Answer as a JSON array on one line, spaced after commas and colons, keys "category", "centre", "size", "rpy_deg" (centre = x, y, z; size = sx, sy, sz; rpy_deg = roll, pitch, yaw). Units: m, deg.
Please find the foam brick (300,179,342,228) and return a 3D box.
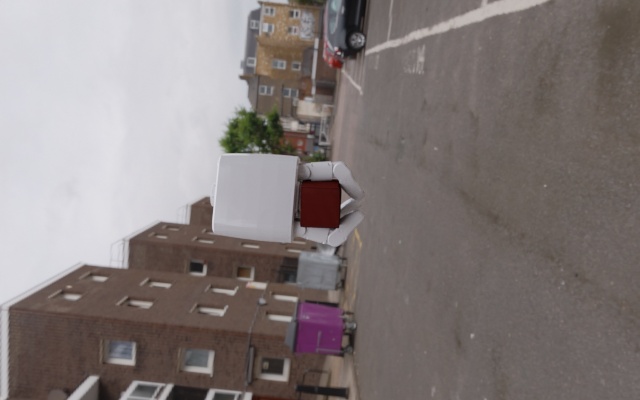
[{"category": "foam brick", "centre": [0.000, 0.002, 0.629], "size": [0.051, 0.053, 0.078], "rpy_deg": [3, 11, 0]}]
